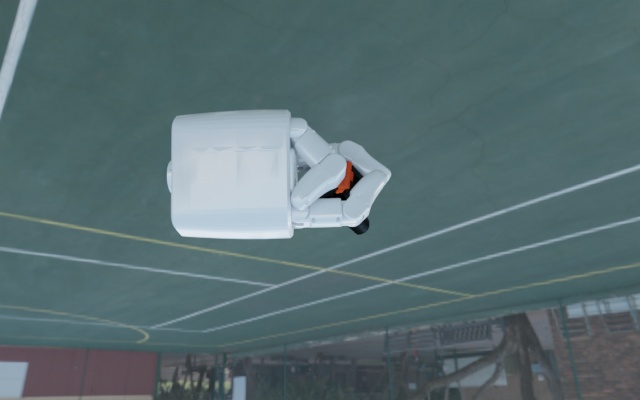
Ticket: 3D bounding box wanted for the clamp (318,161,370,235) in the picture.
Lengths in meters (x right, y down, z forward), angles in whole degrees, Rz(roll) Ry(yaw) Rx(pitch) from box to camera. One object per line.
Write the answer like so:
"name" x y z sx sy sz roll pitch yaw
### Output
"clamp" 0.000 0.002 0.524 0.120 0.039 0.171 -1 -22 0
